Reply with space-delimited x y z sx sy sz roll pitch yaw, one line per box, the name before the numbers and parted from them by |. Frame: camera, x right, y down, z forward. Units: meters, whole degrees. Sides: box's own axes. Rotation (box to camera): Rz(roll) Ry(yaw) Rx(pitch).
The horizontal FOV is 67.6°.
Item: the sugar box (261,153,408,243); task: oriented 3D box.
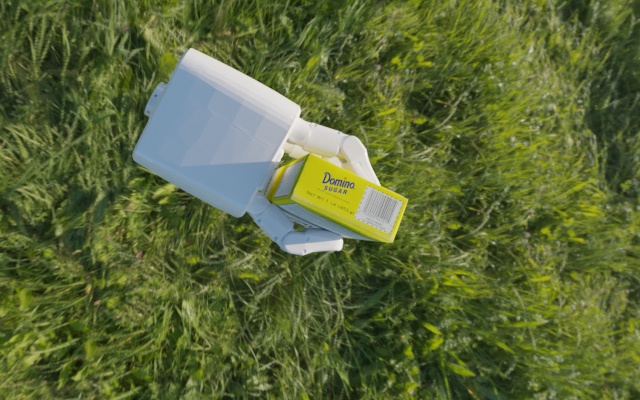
sugar box | 0.000 0.001 0.452 0.093 0.048 0.176 25 -6 -14
